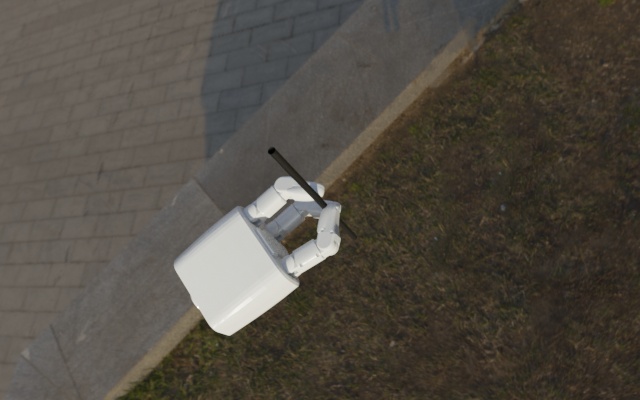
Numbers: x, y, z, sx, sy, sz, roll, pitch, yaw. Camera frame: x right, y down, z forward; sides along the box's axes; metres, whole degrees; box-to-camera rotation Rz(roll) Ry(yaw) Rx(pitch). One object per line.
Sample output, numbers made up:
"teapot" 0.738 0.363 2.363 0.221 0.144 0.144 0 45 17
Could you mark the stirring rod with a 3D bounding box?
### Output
"stirring rod" 0.000 0.002 0.548 0.011 0.011 0.240 0 -24 25
